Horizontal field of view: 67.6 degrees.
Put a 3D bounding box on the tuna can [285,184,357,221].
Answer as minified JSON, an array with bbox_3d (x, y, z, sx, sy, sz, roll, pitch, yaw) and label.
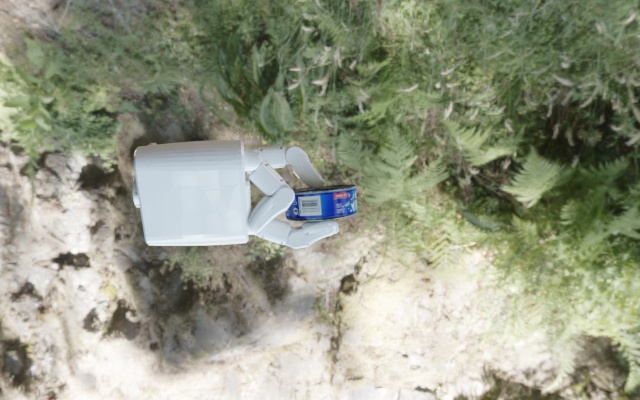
[{"bbox_3d":[0.000,0.002,0.559,0.086,0.034,0.086,-5,5,0],"label":"tuna can"}]
